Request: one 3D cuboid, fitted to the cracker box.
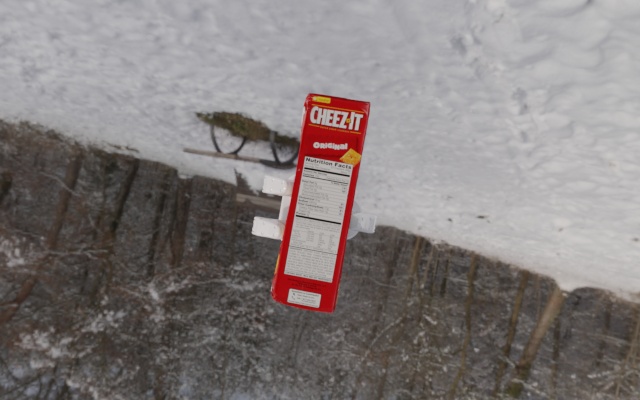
[{"bbox_3d":[0.000,0.002,0.546,0.072,0.213,0.164,10,1,1],"label":"cracker box"}]
